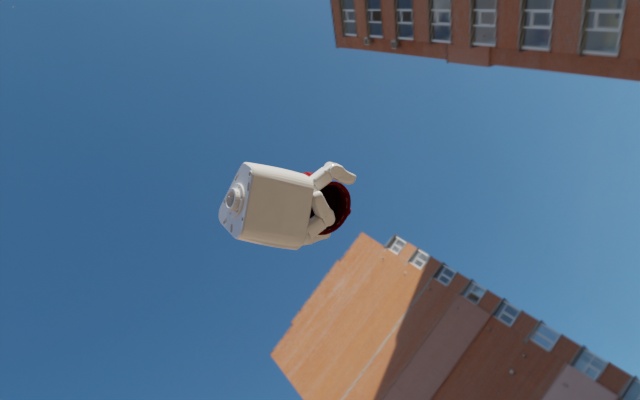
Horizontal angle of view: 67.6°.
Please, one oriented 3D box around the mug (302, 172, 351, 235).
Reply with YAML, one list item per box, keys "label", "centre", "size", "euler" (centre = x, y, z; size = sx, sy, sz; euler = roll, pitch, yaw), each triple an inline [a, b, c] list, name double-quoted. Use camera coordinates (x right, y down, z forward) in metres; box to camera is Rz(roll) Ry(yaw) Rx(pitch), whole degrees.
- label: "mug"
  centre: [0.001, 0.003, 0.815]
  size: [0.117, 0.093, 0.081]
  euler: [13, 12, -37]
